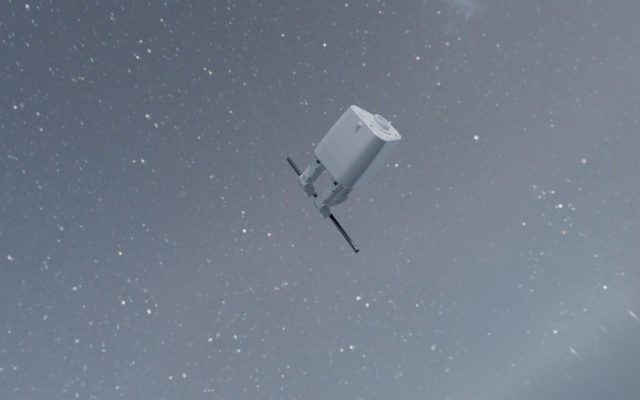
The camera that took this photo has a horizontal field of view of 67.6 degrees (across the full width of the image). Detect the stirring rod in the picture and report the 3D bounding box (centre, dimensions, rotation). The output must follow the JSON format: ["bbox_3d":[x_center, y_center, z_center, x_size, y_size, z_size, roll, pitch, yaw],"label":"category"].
[{"bbox_3d":[0.000,0.003,0.878,0.011,0.239,0.011,-27,-30,-17],"label":"stirring rod"}]
